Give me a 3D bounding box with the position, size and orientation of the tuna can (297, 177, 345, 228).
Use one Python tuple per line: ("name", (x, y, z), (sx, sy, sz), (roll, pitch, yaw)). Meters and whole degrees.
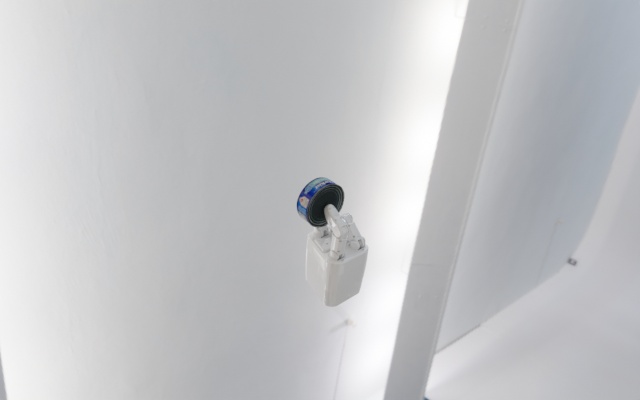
("tuna can", (0.000, 0.002, 0.842), (0.086, 0.086, 0.033), (0, 27, -46))
